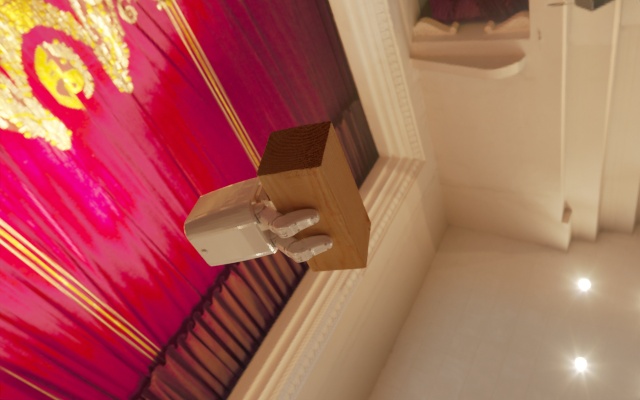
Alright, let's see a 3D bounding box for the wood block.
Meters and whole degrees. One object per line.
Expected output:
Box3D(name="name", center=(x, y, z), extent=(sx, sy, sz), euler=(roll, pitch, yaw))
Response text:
Box3D(name="wood block", center=(0.000, 0.002, 0.673), extent=(0.090, 0.090, 0.206), euler=(-7, -45, 19))
